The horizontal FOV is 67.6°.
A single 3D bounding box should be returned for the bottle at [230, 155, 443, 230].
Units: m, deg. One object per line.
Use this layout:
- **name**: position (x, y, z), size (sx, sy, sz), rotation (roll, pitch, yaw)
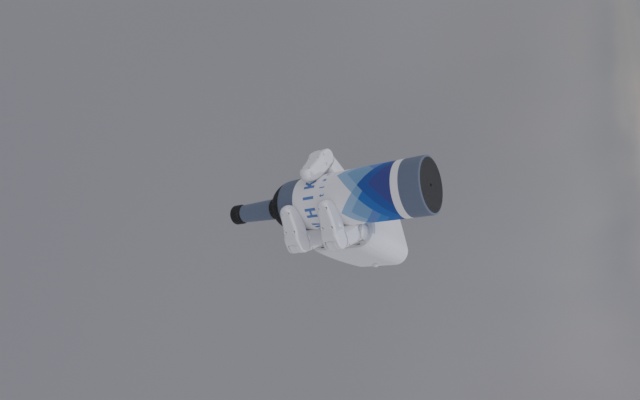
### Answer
- **bottle**: position (0.000, 0.002, 0.598), size (0.296, 0.069, 0.069), rotation (-9, -5, 35)
